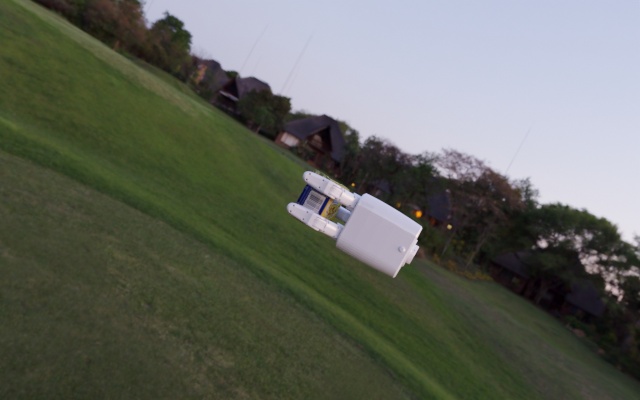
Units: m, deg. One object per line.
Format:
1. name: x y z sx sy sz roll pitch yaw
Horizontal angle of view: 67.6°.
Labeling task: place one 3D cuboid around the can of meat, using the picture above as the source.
1. can of meat: 0.000 0.002 0.793 0.057 0.084 0.102 30 1 16
